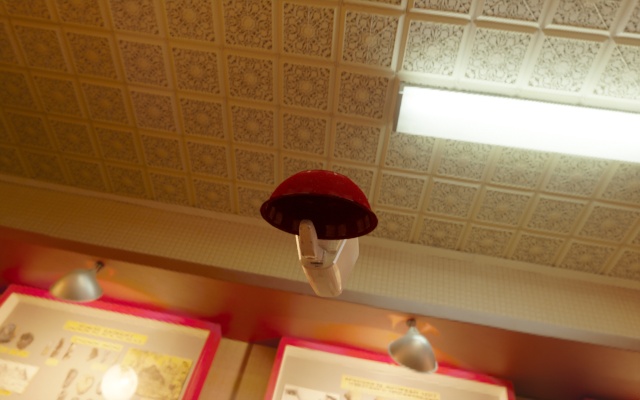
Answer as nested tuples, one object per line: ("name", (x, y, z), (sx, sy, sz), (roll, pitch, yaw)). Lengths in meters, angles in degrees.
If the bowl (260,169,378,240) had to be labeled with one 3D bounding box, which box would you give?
("bowl", (0.000, 0.001, 0.661), (0.162, 0.055, 0.162), (5, -24, 2))
